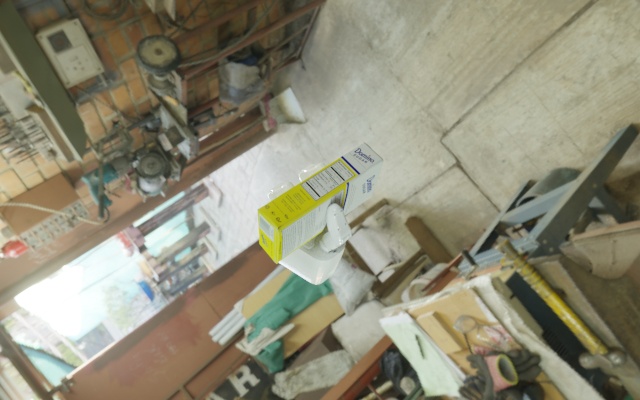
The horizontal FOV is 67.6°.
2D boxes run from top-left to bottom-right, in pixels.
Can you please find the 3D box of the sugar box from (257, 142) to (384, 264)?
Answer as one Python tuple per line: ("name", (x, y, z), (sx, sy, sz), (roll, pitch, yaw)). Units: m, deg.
("sugar box", (0.000, 0.002, 0.631), (0.176, 0.048, 0.093), (-36, -22, -25))
